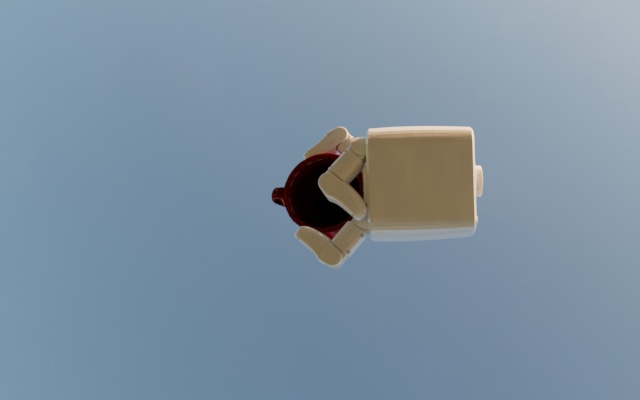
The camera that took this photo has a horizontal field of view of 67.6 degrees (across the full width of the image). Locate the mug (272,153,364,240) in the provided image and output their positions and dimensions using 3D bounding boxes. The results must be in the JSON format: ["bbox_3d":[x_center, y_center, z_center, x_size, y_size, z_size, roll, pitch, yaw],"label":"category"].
[{"bbox_3d":[-0.001,0.002,0.566,0.117,0.093,0.081,2,-16,13],"label":"mug"}]
